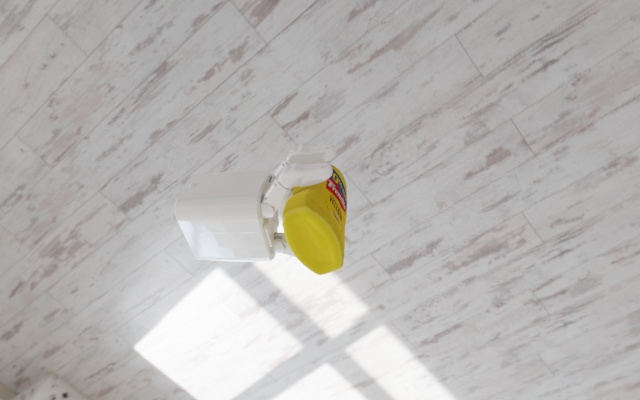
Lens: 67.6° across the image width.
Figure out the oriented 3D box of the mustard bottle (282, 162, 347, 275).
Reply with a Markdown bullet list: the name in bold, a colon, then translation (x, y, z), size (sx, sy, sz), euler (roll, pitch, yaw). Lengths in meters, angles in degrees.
- **mustard bottle**: translation (0.000, 0.002, 0.611), size (0.058, 0.096, 0.191), euler (-23, 24, 17)
